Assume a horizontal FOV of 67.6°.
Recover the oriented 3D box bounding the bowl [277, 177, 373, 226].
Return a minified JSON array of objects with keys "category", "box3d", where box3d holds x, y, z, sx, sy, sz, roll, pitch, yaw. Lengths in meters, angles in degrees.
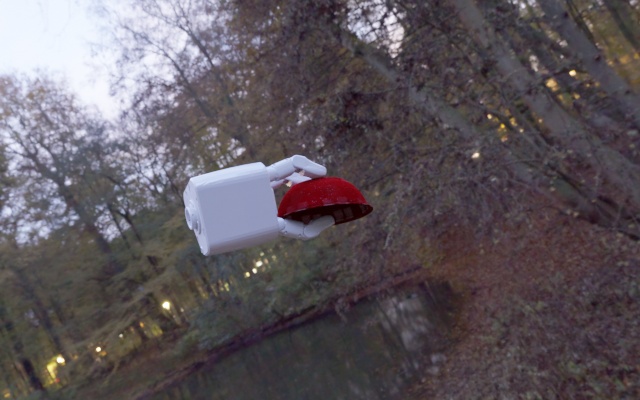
[{"category":"bowl","box3d":[0.001,0.002,0.761,0.162,0.055,0.162,-8,-14,-2]}]
